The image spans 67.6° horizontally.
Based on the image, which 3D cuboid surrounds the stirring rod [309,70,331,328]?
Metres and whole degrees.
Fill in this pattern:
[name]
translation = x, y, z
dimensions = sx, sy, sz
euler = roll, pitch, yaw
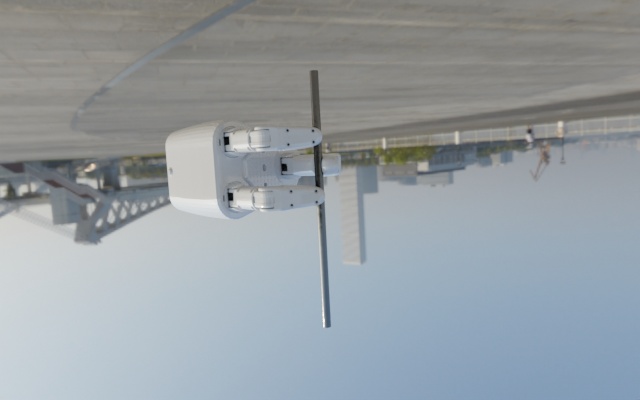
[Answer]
[stirring rod]
translation = 0.000, 0.001, 0.447
dimensions = 0.011, 0.239, 0.011
euler = -3, 6, 0
